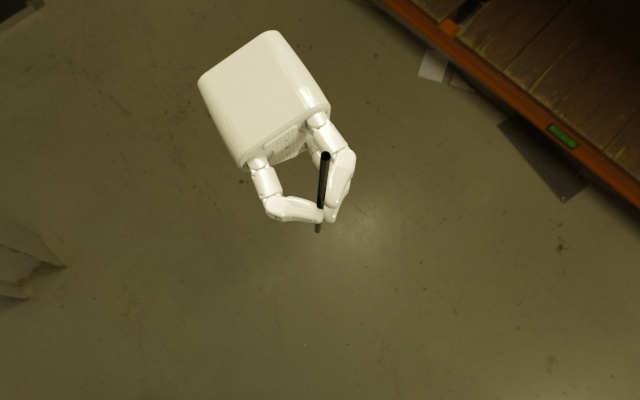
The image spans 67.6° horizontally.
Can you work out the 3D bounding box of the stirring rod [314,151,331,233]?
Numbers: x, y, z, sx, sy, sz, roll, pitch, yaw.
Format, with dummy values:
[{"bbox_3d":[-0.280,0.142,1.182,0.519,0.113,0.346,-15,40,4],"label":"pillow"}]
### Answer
[{"bbox_3d":[0.000,0.002,0.469,0.011,0.011,0.240,0,-17,-2],"label":"stirring rod"}]
